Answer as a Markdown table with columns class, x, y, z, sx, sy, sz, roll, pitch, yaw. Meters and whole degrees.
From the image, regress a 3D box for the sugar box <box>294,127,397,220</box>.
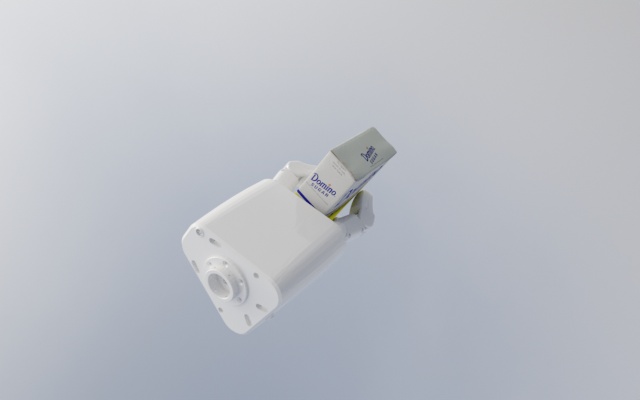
| class | x | y | z | sx | sy | sz | roll | pitch | yaw |
| --- | --- | --- | --- | --- | --- | --- | --- | --- | --- |
| sugar box | 0.000 | 0.002 | 0.524 | 0.176 | 0.048 | 0.093 | -45 | -6 | 40 |
